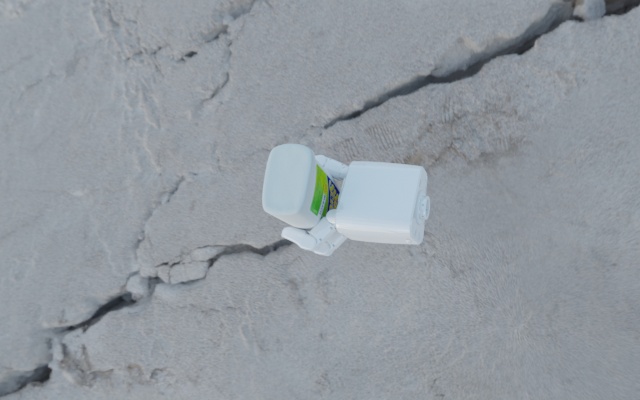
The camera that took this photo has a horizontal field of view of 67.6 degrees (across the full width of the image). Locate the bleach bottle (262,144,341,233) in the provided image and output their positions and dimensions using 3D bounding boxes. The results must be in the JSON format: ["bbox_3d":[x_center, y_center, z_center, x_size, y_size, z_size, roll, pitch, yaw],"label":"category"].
[{"bbox_3d":[0.000,0.002,0.733,0.068,0.102,0.251,4,-12,23],"label":"bleach bottle"}]
